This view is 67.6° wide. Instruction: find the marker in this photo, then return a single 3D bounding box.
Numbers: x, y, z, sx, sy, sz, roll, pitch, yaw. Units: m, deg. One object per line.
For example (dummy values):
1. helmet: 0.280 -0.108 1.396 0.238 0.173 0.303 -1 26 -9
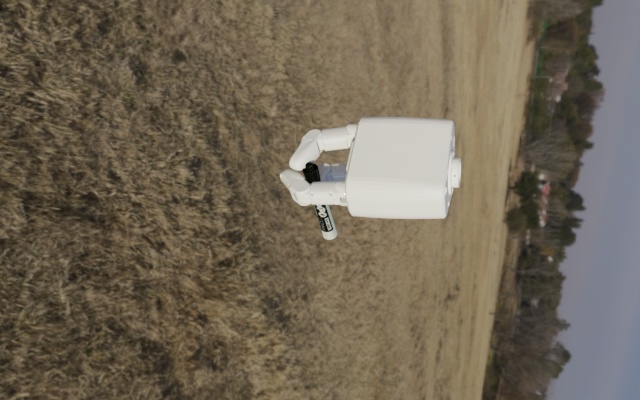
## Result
1. marker: 0.000 0.002 0.581 0.020 0.121 0.020 -9 43 9
